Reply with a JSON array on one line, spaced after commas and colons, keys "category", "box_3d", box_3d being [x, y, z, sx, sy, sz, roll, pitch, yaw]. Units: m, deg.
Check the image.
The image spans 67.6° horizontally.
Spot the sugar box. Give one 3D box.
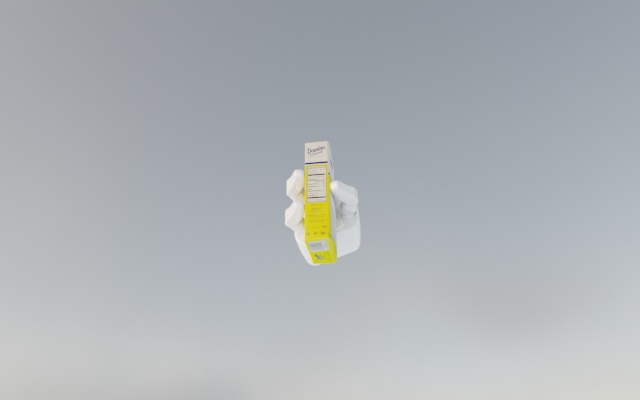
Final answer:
[{"category": "sugar box", "box_3d": [0.000, 0.003, 0.763, 0.048, 0.176, 0.093, -6, -30, 5]}]
